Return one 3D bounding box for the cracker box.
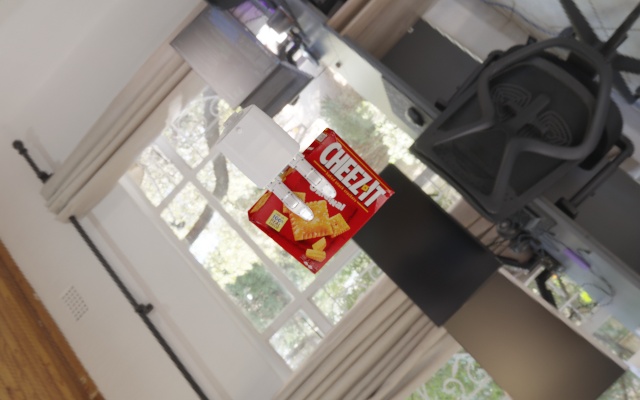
[{"bbox_3d":[0.000,0.003,0.858,0.164,0.214,0.072,43,4,-18],"label":"cracker box"}]
